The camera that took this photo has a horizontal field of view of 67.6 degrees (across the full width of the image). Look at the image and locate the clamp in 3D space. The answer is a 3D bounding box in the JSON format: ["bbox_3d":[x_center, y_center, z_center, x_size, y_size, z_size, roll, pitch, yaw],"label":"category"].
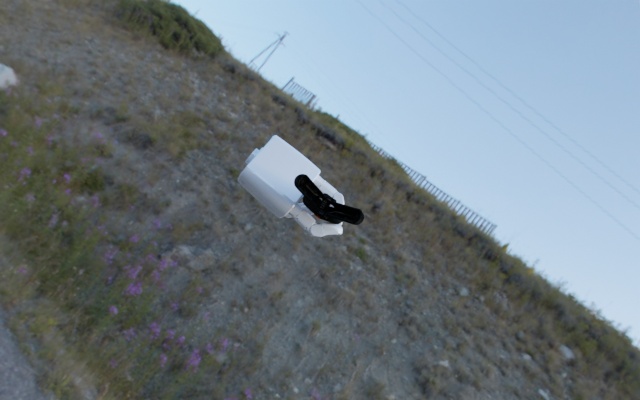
[{"bbox_3d":[0.001,0.002,0.788,0.120,0.039,0.171,40,-13,-7],"label":"clamp"}]
